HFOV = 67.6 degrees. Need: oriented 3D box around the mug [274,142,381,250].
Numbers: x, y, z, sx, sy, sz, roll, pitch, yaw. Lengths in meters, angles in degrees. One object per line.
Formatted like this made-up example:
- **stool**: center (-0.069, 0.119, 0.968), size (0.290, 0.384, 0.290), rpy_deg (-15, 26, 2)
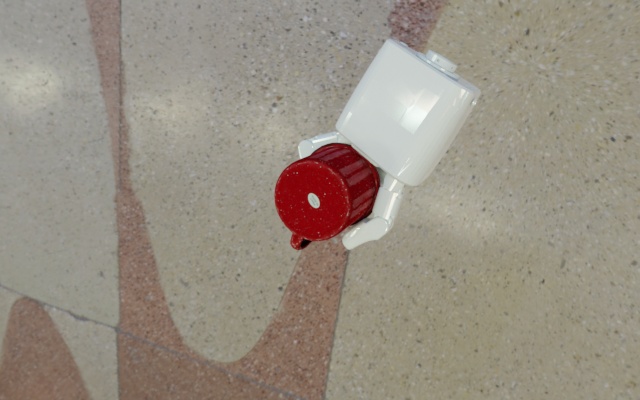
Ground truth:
- **mug**: center (-0.001, 0.003, 0.489), size (0.093, 0.117, 0.081), rpy_deg (35, 24, 11)
